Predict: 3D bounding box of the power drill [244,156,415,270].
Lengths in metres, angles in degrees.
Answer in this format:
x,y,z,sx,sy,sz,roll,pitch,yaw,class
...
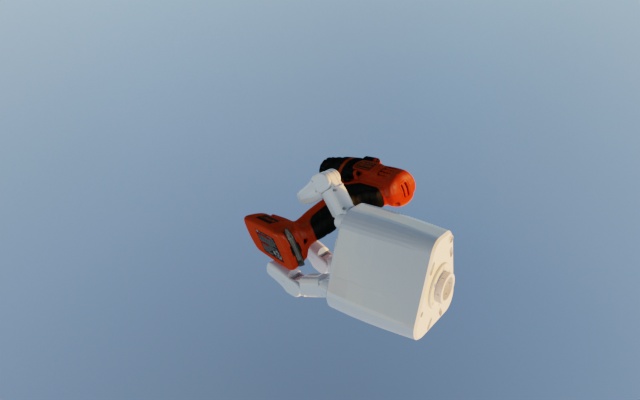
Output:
x,y,z,sx,sy,sz,roll,pitch,yaw,class
0.000,0.002,0.610,0.187,0.057,0.184,-33,24,-21,power drill
